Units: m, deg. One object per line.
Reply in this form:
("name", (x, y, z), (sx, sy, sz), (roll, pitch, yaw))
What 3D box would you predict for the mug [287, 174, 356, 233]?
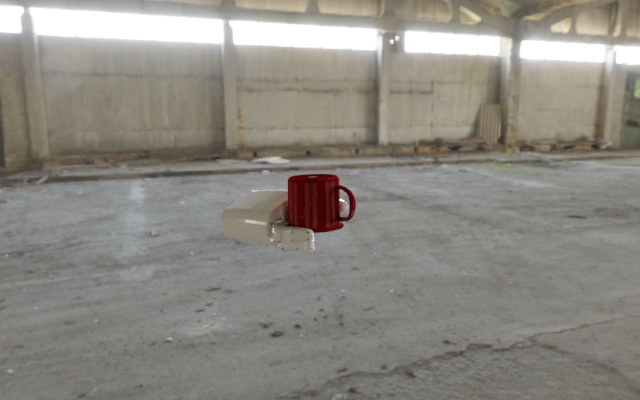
("mug", (0.001, 0.002, 0.745), (0.117, 0.081, 0.093), (4, 10, 30))
